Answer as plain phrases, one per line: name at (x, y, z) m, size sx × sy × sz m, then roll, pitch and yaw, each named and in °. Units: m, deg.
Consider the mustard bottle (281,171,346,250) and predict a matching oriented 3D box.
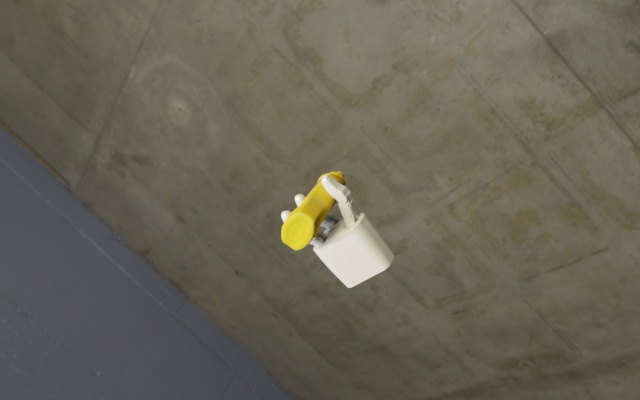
mustard bottle at (0.000, 0.003, 0.888) m, size 0.058 × 0.096 × 0.191 m, roll 33°, pitch 45°, yaw 4°
